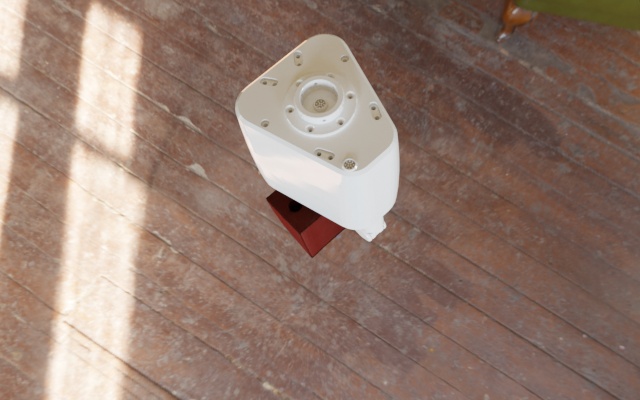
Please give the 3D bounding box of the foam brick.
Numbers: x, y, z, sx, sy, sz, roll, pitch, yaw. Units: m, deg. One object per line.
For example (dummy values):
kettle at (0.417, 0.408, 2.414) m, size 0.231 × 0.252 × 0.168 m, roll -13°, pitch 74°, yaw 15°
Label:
foam brick at (0.000, 0.002, 0.435) m, size 0.053 × 0.078 × 0.051 m, roll 44°, pitch -10°, yaw 30°
